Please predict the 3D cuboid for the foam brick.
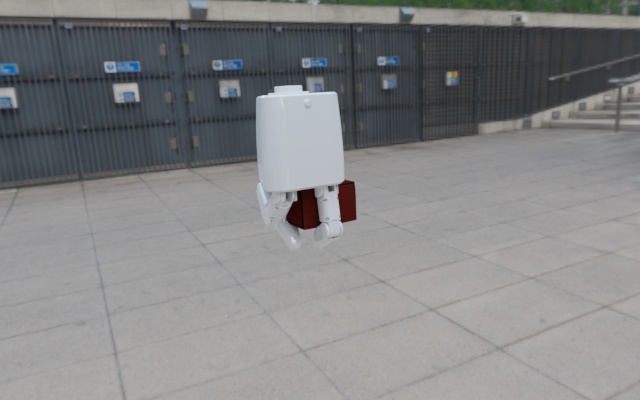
[{"bbox_3d":[0.000,0.002,0.604,0.078,0.051,0.053,-9,13,-27],"label":"foam brick"}]
